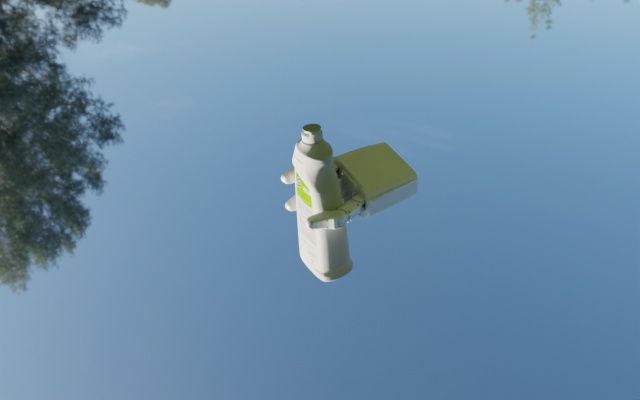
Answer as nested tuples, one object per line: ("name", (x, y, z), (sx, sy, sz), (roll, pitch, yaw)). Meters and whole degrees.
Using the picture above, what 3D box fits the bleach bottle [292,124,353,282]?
("bleach bottle", (0.000, 0.002, 0.754), (0.068, 0.251, 0.102), (-22, 37, -25))
